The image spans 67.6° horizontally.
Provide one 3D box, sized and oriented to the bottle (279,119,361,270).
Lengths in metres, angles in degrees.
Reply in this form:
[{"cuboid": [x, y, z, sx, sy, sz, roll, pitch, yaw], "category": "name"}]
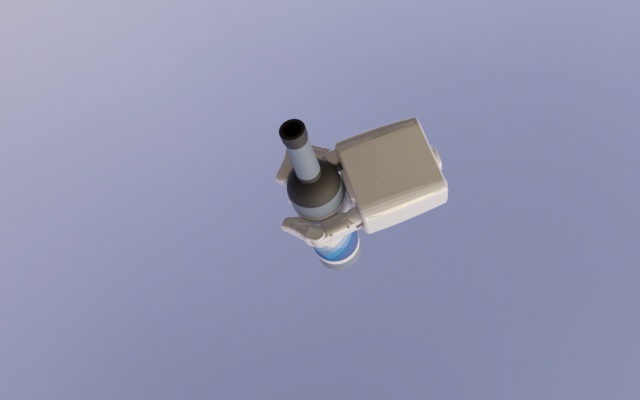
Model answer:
[{"cuboid": [0.000, 0.002, 0.595, 0.069, 0.069, 0.296, 0, -29, 13], "category": "bottle"}]
